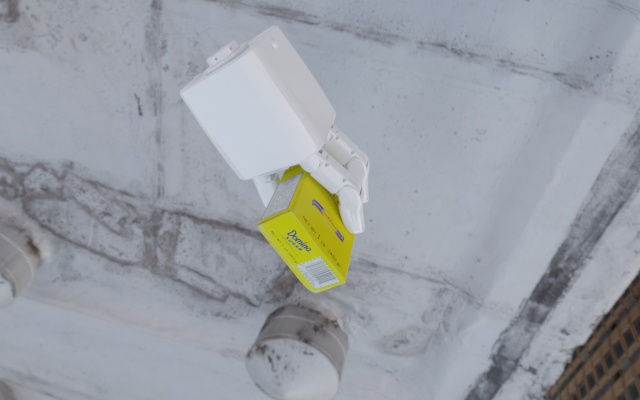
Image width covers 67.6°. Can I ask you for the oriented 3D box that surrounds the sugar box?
[{"bbox_3d":[0.000,0.001,0.499,0.048,0.093,0.176,-23,26,28],"label":"sugar box"}]
